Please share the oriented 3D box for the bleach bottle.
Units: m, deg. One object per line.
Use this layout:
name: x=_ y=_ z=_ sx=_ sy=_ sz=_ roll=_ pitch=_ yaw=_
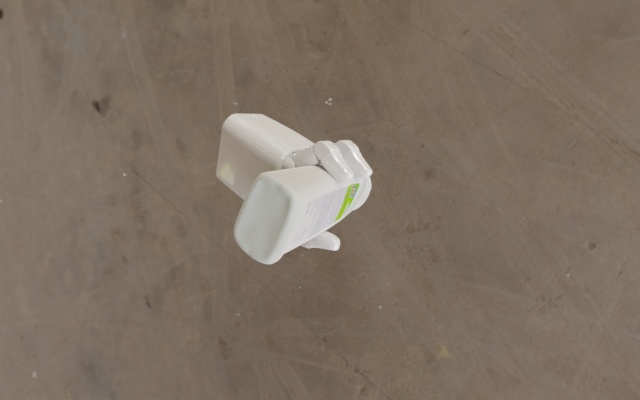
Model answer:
bleach bottle: x=0.000 y=0.002 z=0.619 sx=0.068 sy=0.103 sz=0.251 roll=34 pitch=23 yaw=21
